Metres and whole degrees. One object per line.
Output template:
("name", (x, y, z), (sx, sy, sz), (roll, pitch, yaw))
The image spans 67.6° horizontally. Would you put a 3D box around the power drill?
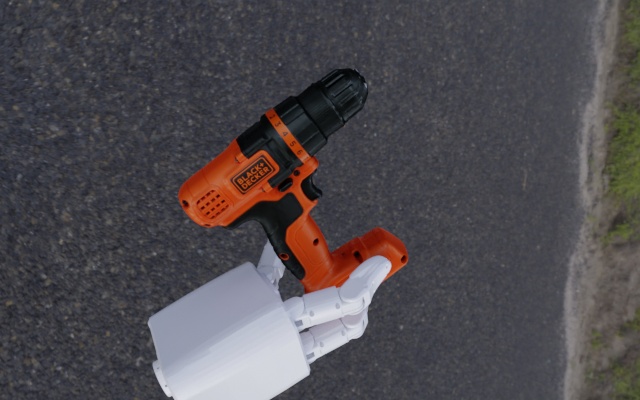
("power drill", (0.000, 0.002, 0.428), (0.184, 0.188, 0.057), (-36, 24, 6))
